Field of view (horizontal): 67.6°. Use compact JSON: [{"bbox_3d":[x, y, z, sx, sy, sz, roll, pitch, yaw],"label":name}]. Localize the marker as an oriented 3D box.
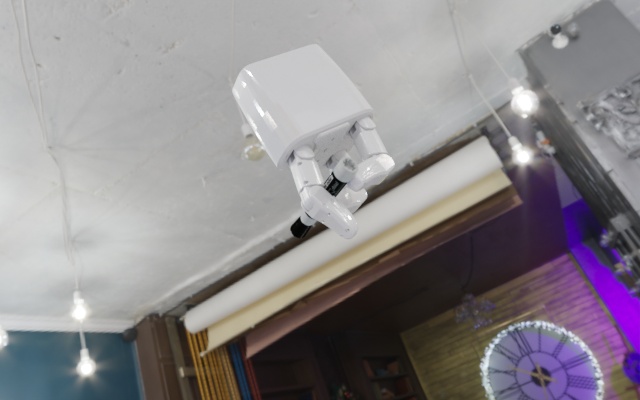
[{"bbox_3d":[0.000,0.002,0.475,0.020,0.020,0.121,0,-35,-32],"label":"marker"}]
